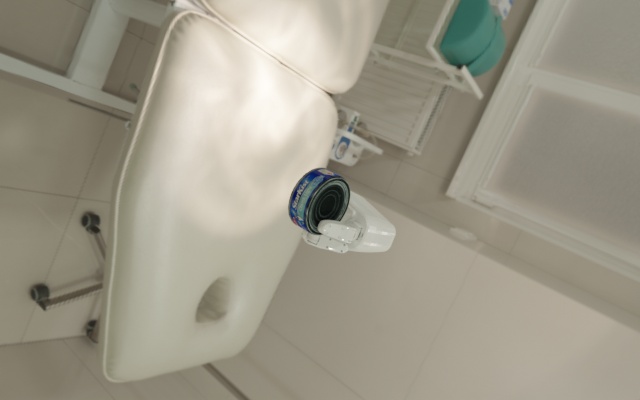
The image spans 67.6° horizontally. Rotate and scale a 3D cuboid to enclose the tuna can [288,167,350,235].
[{"bbox_3d":[0.000,0.002,0.629,0.033,0.086,0.086,29,18,36],"label":"tuna can"}]
